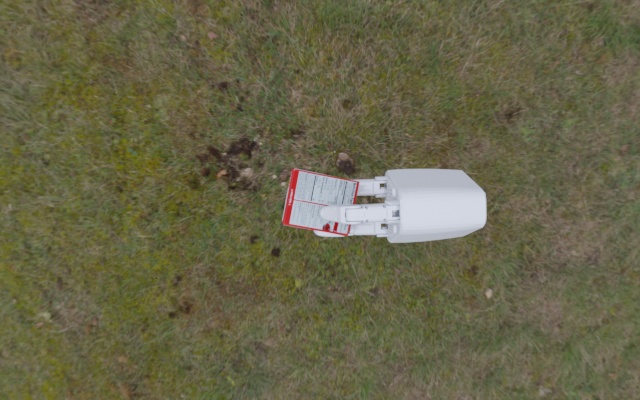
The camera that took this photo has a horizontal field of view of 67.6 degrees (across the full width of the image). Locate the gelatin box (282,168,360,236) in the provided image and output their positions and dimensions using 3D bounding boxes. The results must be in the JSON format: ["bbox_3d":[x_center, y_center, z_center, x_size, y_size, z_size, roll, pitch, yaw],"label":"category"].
[{"bbox_3d":[0.000,0.002,0.618,0.089,0.073,0.030,10,4,-8],"label":"gelatin box"}]
